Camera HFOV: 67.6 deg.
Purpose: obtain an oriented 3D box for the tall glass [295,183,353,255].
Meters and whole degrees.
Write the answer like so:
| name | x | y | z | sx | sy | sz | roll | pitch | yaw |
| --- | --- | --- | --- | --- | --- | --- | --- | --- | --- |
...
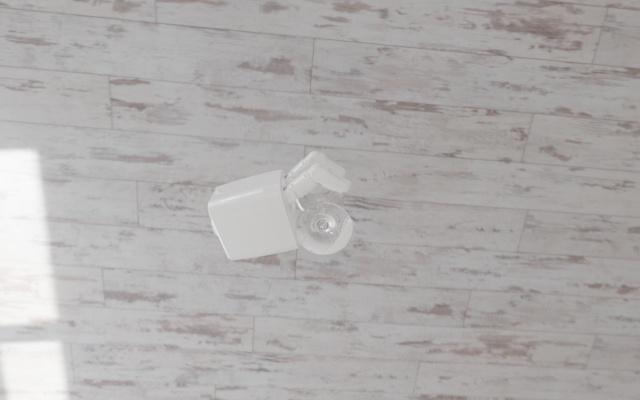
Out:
| name | x | y | z | sx | sy | sz | roll | pitch | yaw |
| --- | --- | --- | --- | --- | --- | --- | --- | --- | --- |
| tall glass | 0.000 | 0.003 | 0.704 | 0.079 | 0.079 | 0.201 | 0 | 21 | -2 |
